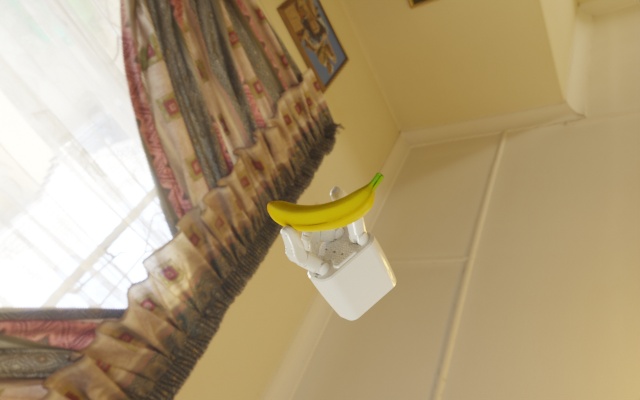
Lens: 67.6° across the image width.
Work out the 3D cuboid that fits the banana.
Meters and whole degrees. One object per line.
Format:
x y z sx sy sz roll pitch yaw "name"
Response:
-0.002 0.014 0.672 0.198 0.037 0.069 -12 37 30 "banana"
